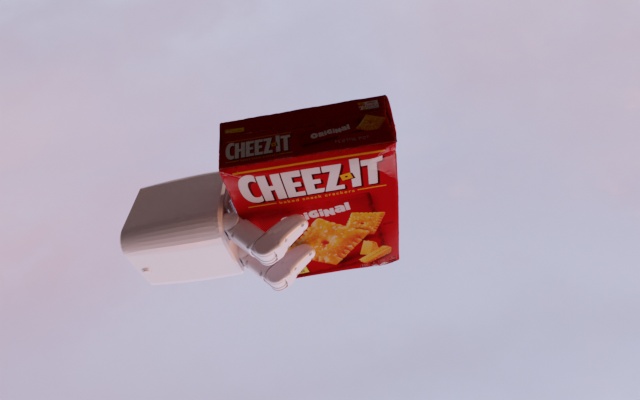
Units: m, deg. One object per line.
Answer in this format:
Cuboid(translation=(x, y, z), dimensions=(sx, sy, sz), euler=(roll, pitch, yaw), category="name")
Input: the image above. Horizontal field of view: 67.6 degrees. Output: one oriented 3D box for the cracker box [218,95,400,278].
Cuboid(translation=(0.000, 0.002, 0.516), dimensions=(0.164, 0.072, 0.214), euler=(-10, -37, 3), category="cracker box")
